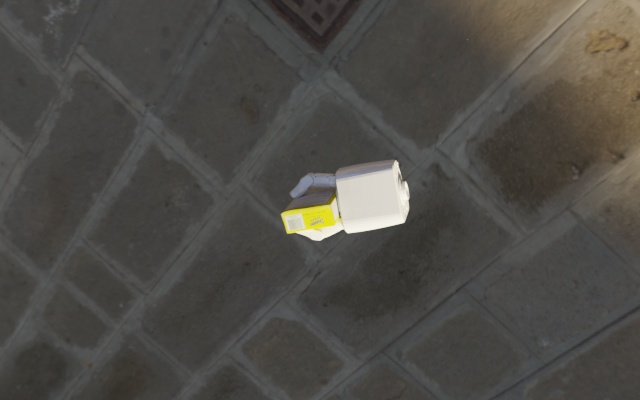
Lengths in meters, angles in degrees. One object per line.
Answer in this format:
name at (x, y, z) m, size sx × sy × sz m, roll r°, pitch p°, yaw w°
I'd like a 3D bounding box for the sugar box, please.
sugar box at (0.000, 0.003, 0.893) m, size 0.093 × 0.048 × 0.176 m, roll -9°, pitch 15°, yaw 19°
